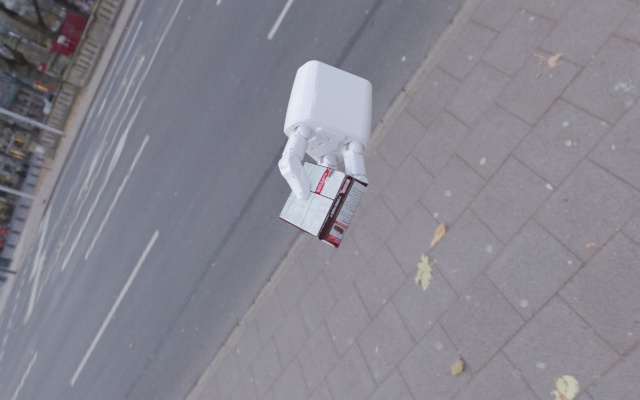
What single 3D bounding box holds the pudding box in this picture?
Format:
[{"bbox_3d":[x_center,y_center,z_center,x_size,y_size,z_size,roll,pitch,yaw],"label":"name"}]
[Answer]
[{"bbox_3d":[0.000,0.002,0.621,0.039,0.090,0.113,26,-2,-31],"label":"pudding box"}]
